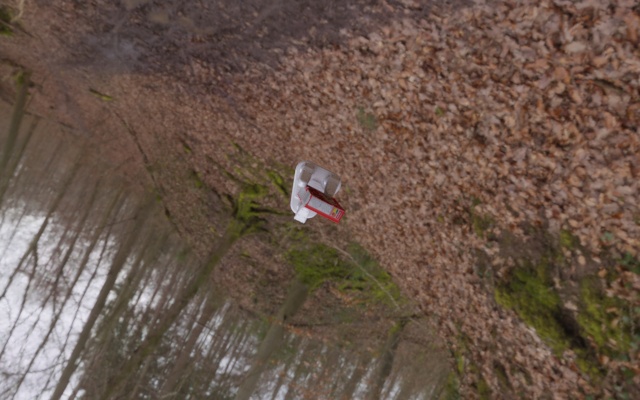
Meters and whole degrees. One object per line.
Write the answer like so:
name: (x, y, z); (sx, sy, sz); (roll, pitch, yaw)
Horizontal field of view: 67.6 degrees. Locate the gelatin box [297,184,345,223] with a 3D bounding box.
gelatin box: (0.000, 0.003, 0.890); (0.073, 0.030, 0.089); (27, 9, -17)
